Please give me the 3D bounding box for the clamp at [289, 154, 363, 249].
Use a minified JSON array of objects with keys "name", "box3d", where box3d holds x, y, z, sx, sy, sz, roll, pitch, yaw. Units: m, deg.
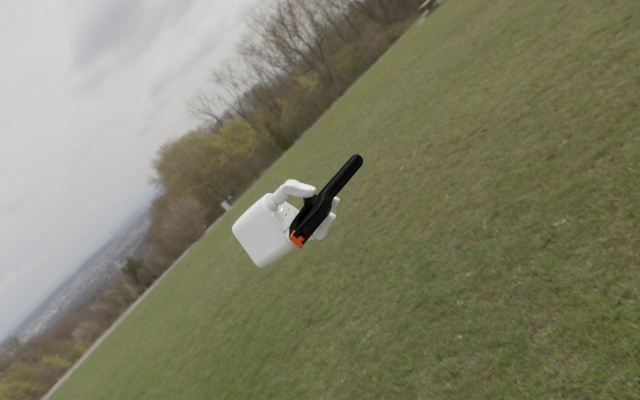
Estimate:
[{"name":"clamp","box3d":[-0.001,0.003,0.863,0.165,0.036,0.209,-38,16,34]}]
